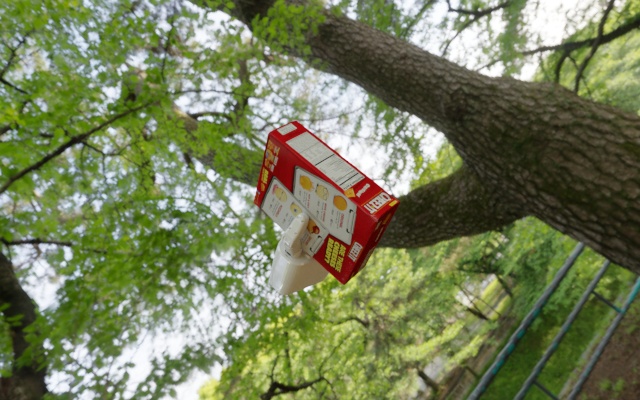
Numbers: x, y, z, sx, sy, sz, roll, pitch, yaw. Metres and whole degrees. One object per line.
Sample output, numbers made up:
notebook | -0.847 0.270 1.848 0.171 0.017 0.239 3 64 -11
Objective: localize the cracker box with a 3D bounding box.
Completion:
cracker box | 0.000 0.002 0.746 0.213 0.164 0.072 40 49 18
